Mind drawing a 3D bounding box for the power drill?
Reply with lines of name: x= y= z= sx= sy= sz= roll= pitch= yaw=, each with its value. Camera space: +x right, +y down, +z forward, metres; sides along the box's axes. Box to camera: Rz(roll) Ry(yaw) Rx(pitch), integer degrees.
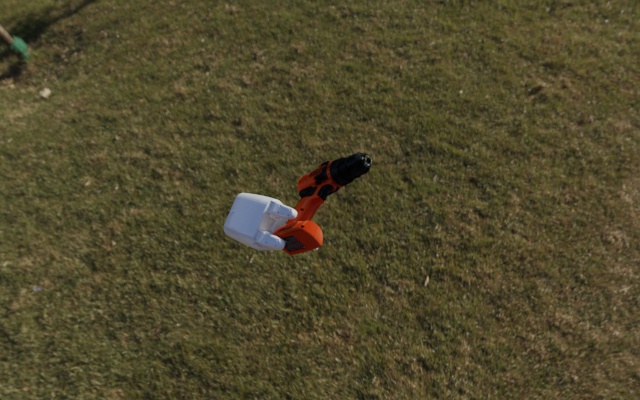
power drill: x=0.000 y=0.003 z=0.855 sx=0.057 sy=0.187 sz=0.184 roll=43 pitch=-38 yaw=-20
